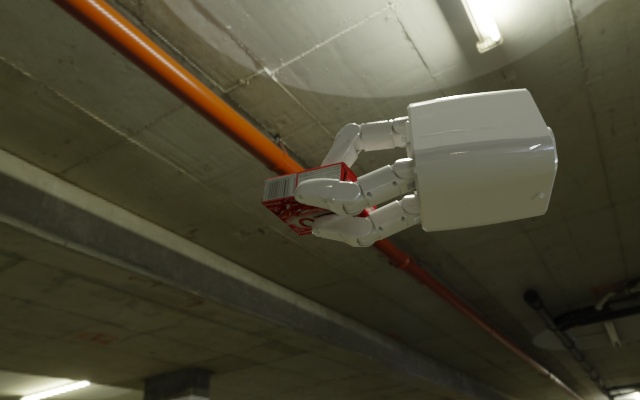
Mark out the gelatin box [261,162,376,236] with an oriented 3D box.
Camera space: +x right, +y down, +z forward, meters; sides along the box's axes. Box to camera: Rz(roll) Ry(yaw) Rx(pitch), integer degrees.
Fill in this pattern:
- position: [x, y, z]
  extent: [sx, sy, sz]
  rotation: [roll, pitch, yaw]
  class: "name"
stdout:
- position: [0.000, 0.001, 0.459]
  extent: [0.089, 0.030, 0.073]
  rotation: [-11, -33, 26]
  class: "gelatin box"
